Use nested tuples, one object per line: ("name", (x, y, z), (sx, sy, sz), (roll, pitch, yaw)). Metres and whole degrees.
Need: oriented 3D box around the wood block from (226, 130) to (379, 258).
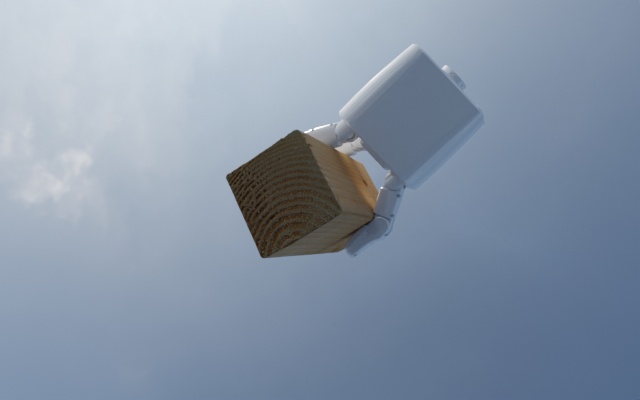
("wood block", (0.001, 0.002, 0.525), (0.090, 0.090, 0.206), (-31, -15, 16))
